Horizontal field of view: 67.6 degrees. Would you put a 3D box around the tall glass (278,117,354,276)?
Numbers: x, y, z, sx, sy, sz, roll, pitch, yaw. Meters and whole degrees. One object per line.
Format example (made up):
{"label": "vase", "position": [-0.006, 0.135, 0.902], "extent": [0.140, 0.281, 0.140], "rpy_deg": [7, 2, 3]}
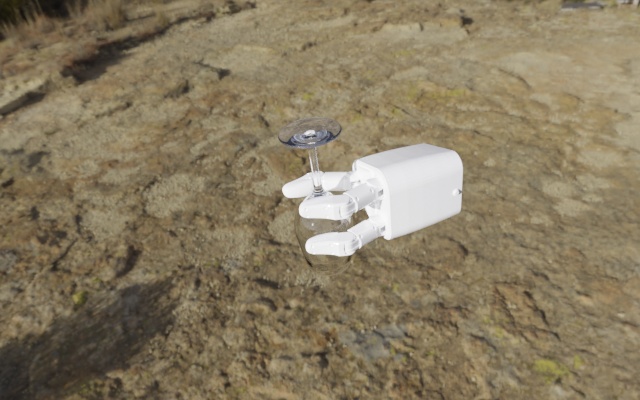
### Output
{"label": "tall glass", "position": [0.000, 0.001, 0.604], "extent": [0.079, 0.201, 0.079], "rpy_deg": [-6, 34, 4]}
